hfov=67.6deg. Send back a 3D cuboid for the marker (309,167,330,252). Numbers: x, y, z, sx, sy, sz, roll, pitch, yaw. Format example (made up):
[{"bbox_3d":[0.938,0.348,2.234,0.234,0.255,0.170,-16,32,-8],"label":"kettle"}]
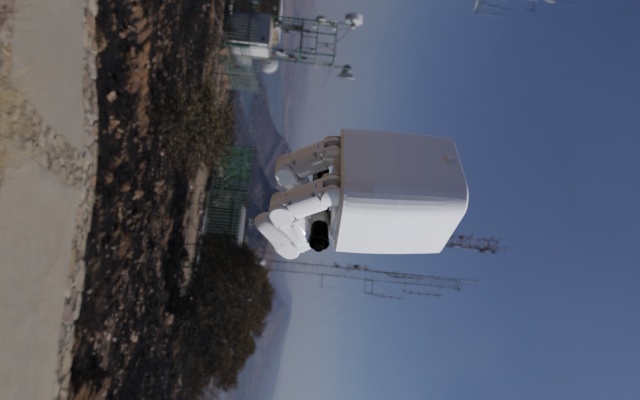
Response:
[{"bbox_3d":[0.000,0.002,0.471,0.020,0.020,0.121,0,44,2],"label":"marker"}]
